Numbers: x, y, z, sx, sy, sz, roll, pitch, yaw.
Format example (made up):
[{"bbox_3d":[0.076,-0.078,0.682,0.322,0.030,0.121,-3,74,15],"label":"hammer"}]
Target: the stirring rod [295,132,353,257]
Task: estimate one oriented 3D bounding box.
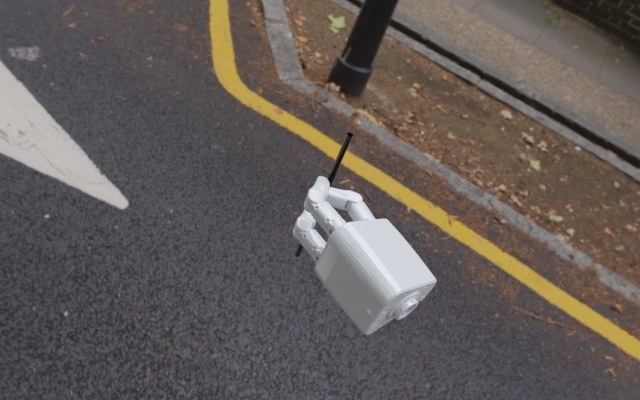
[{"bbox_3d":[0.000,0.002,0.661,0.011,0.011,0.240,0,-43,-24],"label":"stirring rod"}]
